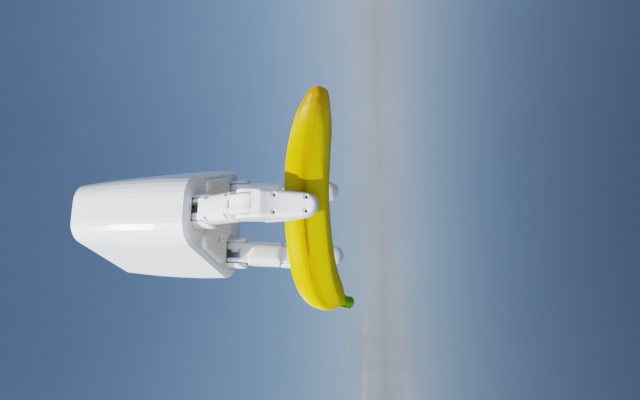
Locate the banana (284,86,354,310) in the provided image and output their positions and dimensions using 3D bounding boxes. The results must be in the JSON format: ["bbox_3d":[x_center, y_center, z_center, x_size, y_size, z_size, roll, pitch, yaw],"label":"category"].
[{"bbox_3d":[-0.005,0.009,0.386,0.037,0.198,0.069,-1,14,18],"label":"banana"}]
